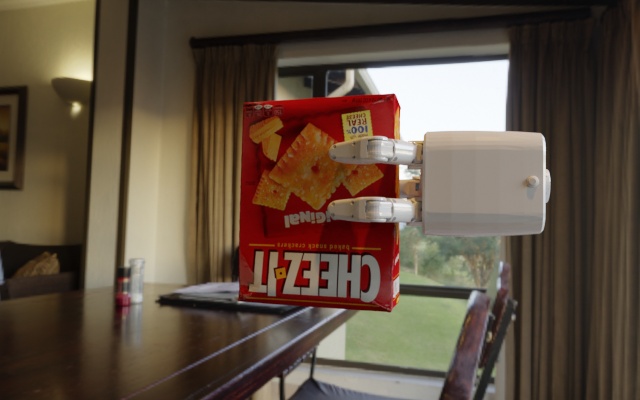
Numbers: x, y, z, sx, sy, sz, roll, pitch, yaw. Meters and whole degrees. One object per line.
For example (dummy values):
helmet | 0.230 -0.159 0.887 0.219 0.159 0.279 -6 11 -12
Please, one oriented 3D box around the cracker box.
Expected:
cracker box | 0.000 0.001 0.503 0.164 0.213 0.072 1 -3 15
